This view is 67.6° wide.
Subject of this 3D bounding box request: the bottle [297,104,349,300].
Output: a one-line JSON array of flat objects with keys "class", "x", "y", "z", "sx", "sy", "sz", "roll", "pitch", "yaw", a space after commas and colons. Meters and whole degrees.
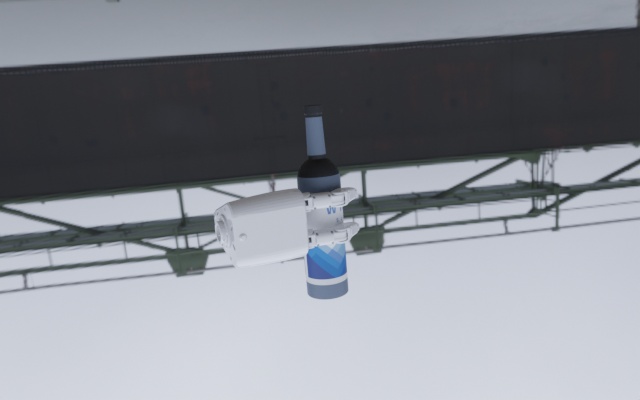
[{"class": "bottle", "x": 0.000, "y": 0.003, "z": 0.737, "sx": 0.069, "sy": 0.296, "sz": 0.069, "roll": -5, "pitch": 12, "yaw": 1}]
